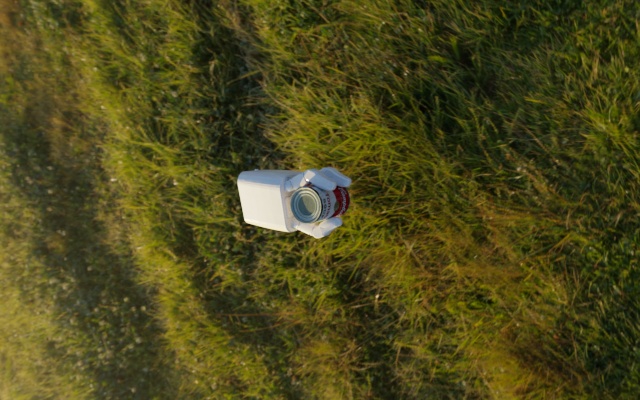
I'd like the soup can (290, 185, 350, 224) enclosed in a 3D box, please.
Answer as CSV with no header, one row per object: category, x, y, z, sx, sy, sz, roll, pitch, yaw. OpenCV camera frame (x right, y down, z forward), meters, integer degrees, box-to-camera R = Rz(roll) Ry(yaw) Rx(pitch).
soup can,0.000,0.003,0.857,0.068,0.068,0.102,0,6,31
